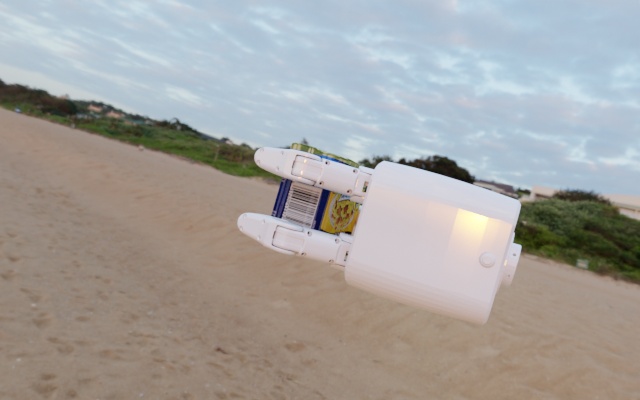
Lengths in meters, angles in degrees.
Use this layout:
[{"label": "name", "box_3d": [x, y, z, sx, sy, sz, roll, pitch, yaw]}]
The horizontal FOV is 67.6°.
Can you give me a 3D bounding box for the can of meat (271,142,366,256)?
[{"label": "can of meat", "box_3d": [0.000, 0.001, 0.427, 0.057, 0.084, 0.102, 17, 1, 23]}]
